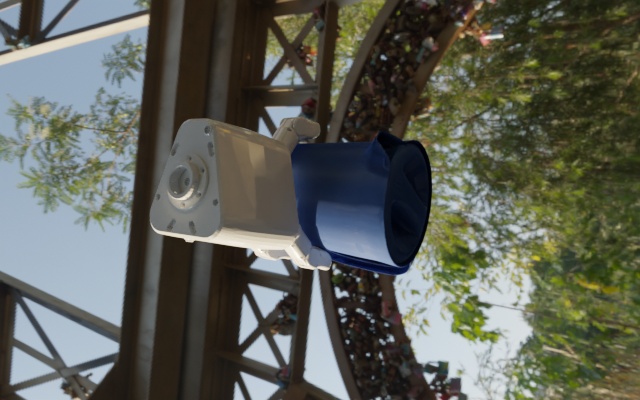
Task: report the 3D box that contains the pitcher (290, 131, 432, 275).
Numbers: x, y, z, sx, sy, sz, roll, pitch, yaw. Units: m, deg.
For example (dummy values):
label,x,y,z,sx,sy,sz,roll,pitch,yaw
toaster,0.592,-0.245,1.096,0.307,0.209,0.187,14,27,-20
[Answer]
label,x,y,z,sx,sy,sz,roll,pitch,yaw
pitcher,0.000,0.002,0.562,0.243,0.149,0.145,6,-3,32
